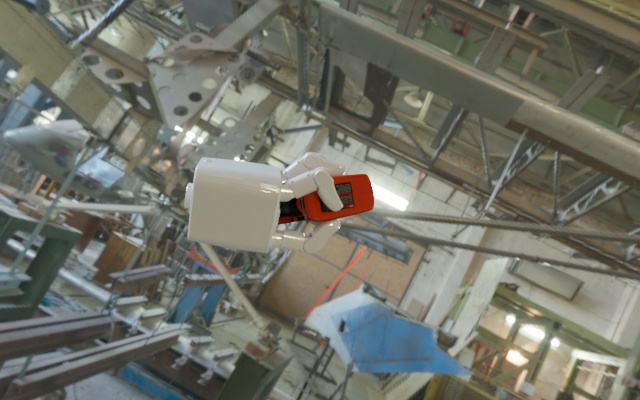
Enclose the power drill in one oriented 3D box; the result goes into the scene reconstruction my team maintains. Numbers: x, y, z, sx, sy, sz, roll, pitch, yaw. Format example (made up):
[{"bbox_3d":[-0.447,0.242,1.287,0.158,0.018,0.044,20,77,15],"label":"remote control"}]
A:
[{"bbox_3d":[0.000,0.002,0.718,0.184,0.057,0.187,-12,-2,-28],"label":"power drill"}]
